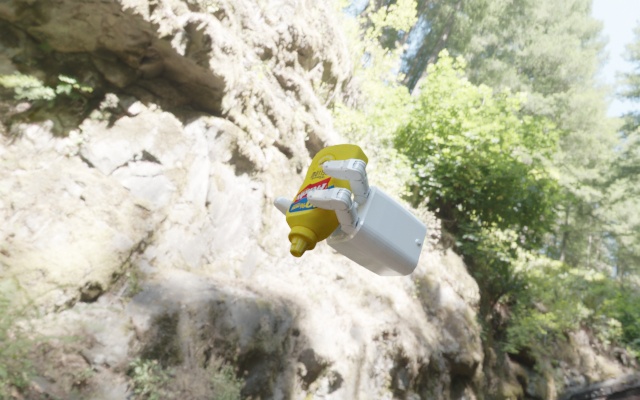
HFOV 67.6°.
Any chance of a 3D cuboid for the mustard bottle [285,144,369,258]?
[{"bbox_3d":[0.000,0.002,0.693,0.096,0.191,0.058,-9,-48,38],"label":"mustard bottle"}]
